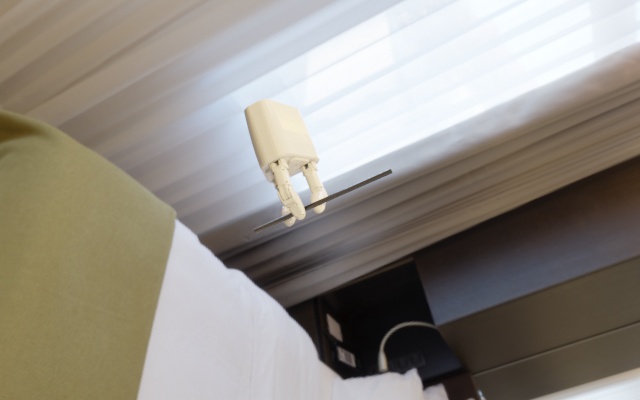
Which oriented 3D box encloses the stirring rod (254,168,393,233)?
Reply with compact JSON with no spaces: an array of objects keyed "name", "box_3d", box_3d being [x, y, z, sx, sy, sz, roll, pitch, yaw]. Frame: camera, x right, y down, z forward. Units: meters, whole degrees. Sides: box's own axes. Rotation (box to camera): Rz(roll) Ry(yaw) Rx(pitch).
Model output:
[{"name":"stirring rod","box_3d":[0.000,0.002,0.747,0.239,0.011,0.011,-24,-6,14]}]
